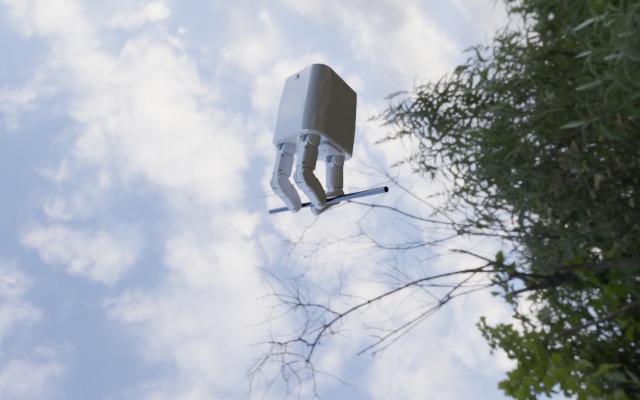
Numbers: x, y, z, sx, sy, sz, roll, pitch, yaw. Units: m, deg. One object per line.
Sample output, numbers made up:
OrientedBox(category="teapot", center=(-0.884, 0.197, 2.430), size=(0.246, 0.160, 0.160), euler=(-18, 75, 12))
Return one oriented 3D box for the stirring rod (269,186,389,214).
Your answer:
OrientedBox(category="stirring rod", center=(0.000, 0.002, 0.651), size=(0.011, 0.011, 0.239), euler=(0, -7, -40))
